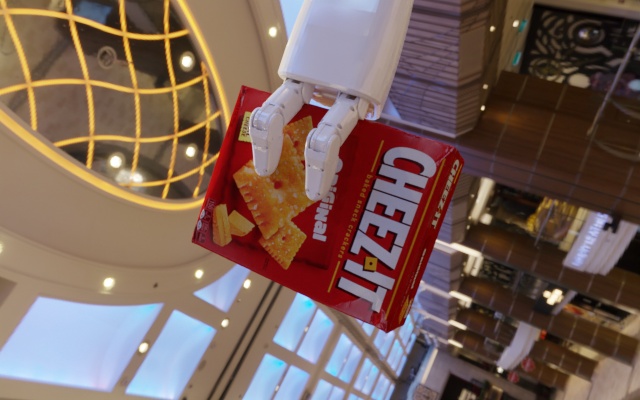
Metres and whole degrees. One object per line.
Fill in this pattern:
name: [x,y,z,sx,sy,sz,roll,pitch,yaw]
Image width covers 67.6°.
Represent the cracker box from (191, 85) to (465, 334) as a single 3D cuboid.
cracker box: [0.000,0.001,0.444,0.213,0.164,0.072,21,3,23]
